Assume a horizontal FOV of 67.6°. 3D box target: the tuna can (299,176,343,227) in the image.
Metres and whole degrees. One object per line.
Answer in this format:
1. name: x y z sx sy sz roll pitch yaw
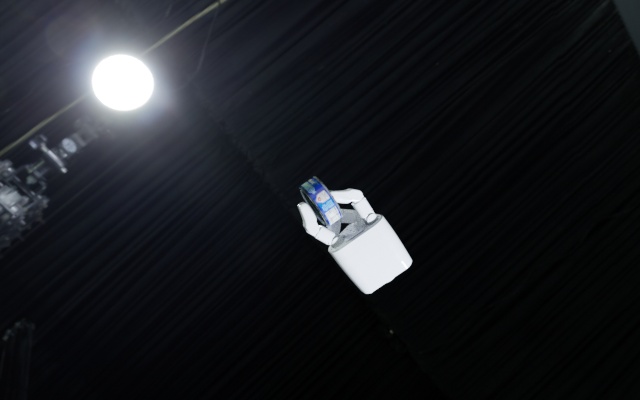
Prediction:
1. tuna can: 0.000 0.003 0.819 0.034 0.086 0.086 -36 6 -8
